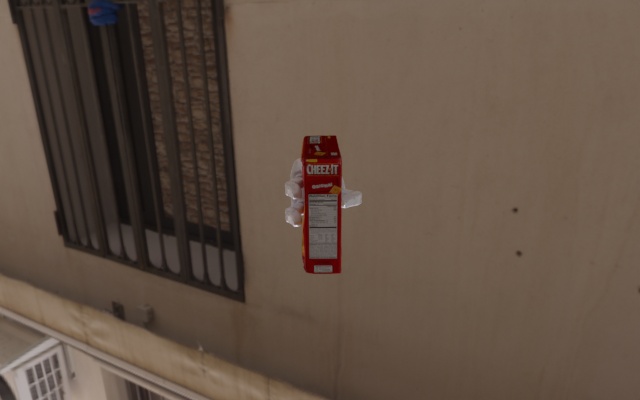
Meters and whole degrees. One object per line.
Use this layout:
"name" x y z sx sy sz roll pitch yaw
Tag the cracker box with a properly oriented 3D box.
"cracker box" 0.000 0.003 0.871 0.072 0.214 0.164 -1 20 -1
